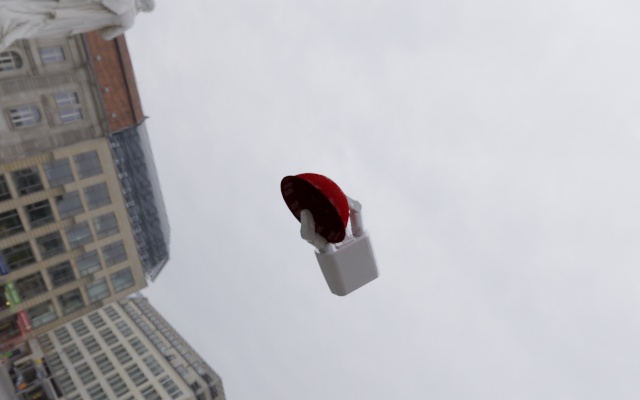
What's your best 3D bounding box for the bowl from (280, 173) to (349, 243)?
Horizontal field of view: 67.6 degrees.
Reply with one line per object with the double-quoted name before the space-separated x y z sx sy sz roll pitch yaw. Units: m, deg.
"bowl" 0.000 0.002 0.897 0.055 0.162 0.162 -44 23 -26
